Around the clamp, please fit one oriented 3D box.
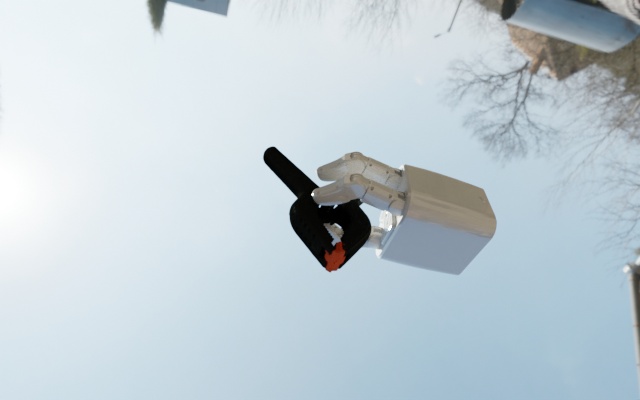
[{"bbox_3d":[0.000,0.003,0.563,0.164,0.036,0.209,16,31,-5],"label":"clamp"}]
